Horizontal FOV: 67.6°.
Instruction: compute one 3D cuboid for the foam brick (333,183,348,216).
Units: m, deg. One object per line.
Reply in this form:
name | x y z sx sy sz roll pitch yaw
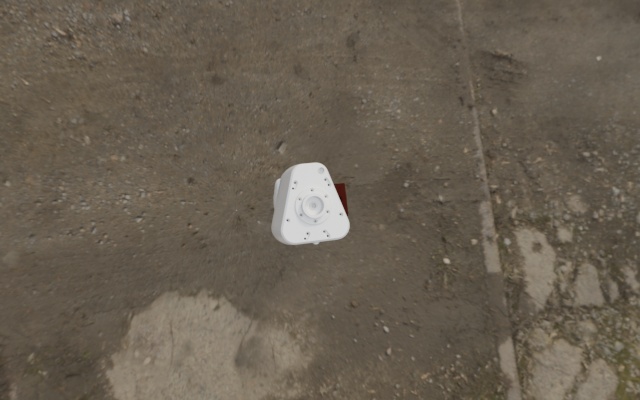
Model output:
foam brick | 0.000 0.002 0.756 0.078 0.053 0.051 -6 0 -11
